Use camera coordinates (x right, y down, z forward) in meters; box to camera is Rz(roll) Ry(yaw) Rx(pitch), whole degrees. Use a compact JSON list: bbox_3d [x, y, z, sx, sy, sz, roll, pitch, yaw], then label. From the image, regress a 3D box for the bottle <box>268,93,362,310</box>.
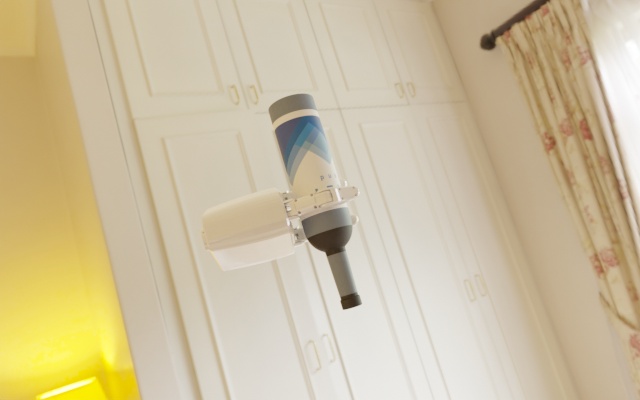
[{"bbox_3d":[0.000,0.002,0.654,0.069,0.295,0.069,-17,-9,-3],"label":"bottle"}]
